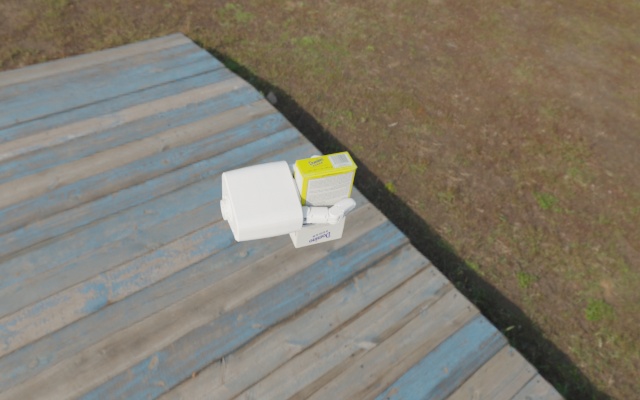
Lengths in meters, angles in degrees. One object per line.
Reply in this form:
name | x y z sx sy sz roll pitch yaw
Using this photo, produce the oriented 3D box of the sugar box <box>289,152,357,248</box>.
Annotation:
sugar box | 0.000 0.002 0.809 0.093 0.048 0.176 -11 -39 -19
